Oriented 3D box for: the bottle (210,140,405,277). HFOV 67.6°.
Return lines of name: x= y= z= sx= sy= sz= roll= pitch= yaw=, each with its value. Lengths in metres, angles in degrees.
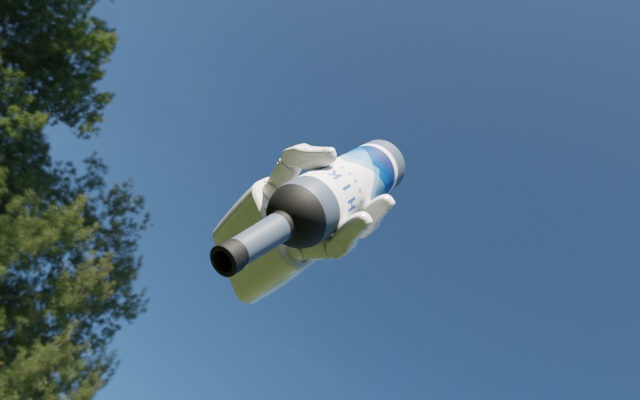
bottle: x=0.000 y=0.001 z=0.487 sx=0.069 sy=0.069 sz=0.295 roll=0 pitch=18 yaw=33
